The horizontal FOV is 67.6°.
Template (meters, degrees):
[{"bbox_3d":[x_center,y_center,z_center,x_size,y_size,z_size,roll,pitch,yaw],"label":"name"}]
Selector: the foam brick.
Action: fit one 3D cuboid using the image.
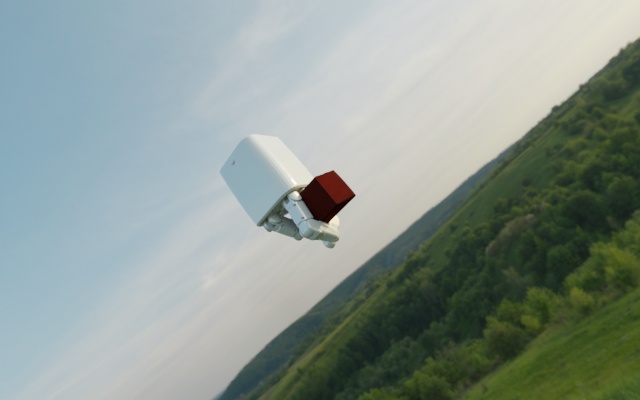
[{"bbox_3d":[0.000,0.002,0.688,0.078,0.051,0.053,-46,-14,35],"label":"foam brick"}]
